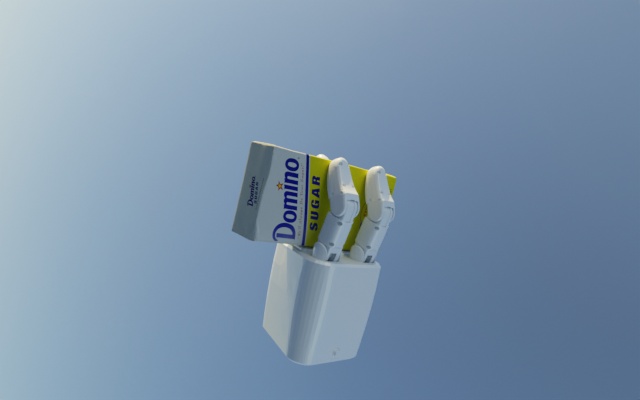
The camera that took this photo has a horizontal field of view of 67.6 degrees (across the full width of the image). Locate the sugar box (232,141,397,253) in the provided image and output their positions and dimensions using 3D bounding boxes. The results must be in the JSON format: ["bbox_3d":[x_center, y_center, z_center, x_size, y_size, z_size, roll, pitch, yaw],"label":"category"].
[{"bbox_3d":[0.000,0.002,0.503,0.176,0.093,0.048,9,6,-43],"label":"sugar box"}]
